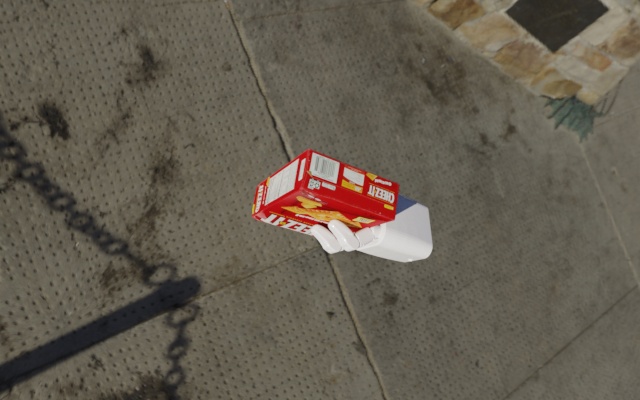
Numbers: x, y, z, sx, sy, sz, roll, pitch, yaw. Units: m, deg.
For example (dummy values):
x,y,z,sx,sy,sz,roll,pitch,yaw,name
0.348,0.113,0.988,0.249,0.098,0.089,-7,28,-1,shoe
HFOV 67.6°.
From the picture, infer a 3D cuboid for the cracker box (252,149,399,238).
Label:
x,y,z,sx,sy,sz,roll,pitch,yaw,name
0.000,0.002,0.790,0.164,0.072,0.214,19,-21,-23,cracker box
